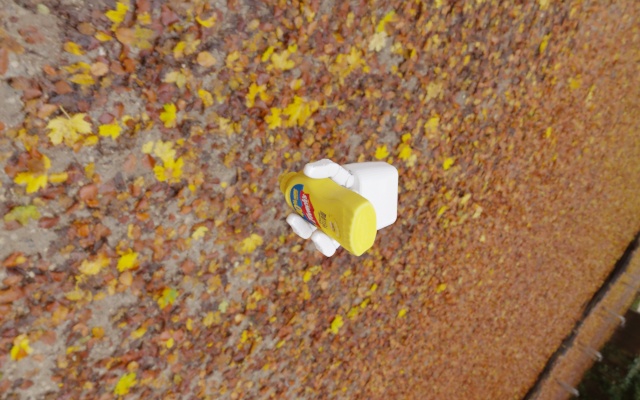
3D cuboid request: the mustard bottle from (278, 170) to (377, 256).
[{"bbox_3d":[0.000,0.003,0.741,0.058,0.096,0.191,-36,48,-26],"label":"mustard bottle"}]
